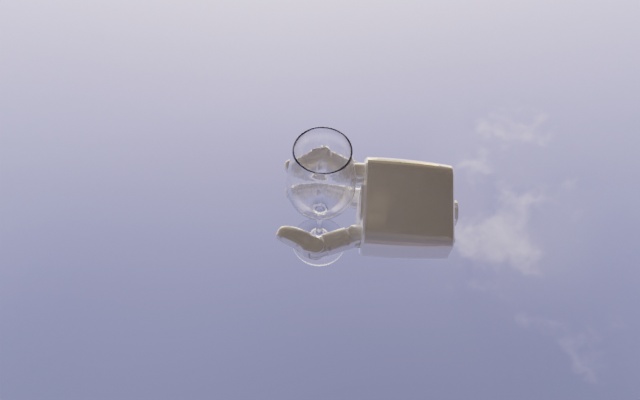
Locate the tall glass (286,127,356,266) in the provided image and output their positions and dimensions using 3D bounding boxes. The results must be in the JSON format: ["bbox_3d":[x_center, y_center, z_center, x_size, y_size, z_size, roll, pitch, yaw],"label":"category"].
[{"bbox_3d":[0.000,0.002,0.567,0.079,0.079,0.201,0,-33,-1],"label":"tall glass"}]
